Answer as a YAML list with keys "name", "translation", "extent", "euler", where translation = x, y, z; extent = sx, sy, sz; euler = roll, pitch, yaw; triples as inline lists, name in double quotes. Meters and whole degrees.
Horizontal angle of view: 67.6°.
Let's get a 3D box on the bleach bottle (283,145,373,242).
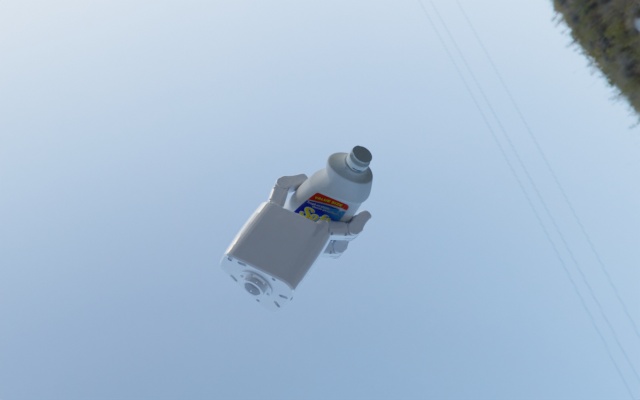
- name: "bleach bottle"
  translation: [0.000, 0.002, 0.711]
  extent: [0.102, 0.068, 0.251]
  euler: [33, -41, -1]
